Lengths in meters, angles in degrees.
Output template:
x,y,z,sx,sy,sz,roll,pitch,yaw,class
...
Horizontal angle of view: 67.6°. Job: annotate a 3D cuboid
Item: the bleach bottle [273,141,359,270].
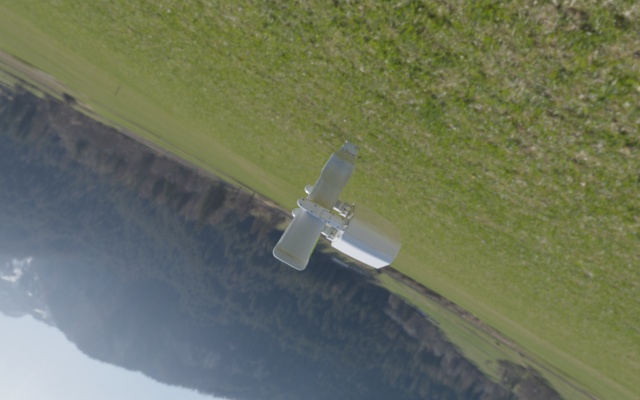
x,y,z,sx,sy,sz,roll,pitch,yaw,class
0.000,0.003,0.899,0.068,0.251,0.102,29,1,-2,bleach bottle
